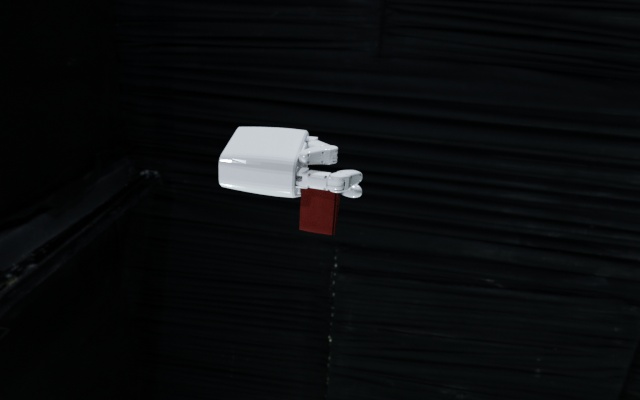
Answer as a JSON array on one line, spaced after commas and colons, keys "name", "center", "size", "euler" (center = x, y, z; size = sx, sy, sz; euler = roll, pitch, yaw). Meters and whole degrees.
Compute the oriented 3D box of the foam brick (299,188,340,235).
[{"name": "foam brick", "center": [0.000, 0.003, 0.687], "size": [0.051, 0.078, 0.053], "euler": [6, 20, 6]}]
